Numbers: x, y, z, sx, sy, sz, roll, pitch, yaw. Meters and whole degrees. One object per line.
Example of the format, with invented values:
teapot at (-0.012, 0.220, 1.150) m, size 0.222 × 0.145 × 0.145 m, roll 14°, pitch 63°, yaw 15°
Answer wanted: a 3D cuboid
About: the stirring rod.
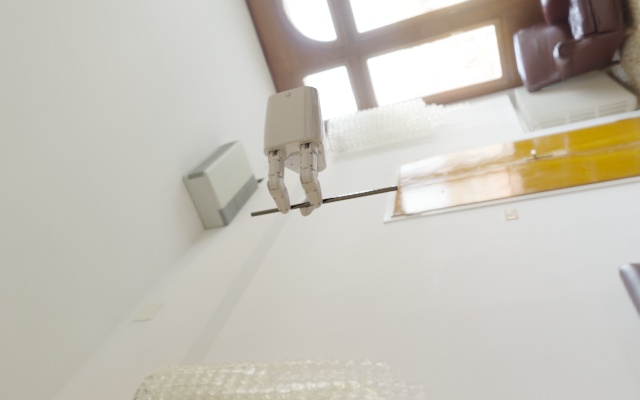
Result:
stirring rod at (0.000, 0.002, 0.735) m, size 0.239 × 0.011 × 0.011 m, roll -10°, pitch -4°, yaw 19°
